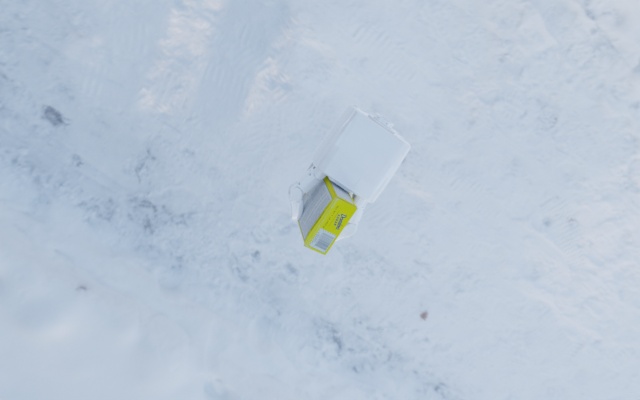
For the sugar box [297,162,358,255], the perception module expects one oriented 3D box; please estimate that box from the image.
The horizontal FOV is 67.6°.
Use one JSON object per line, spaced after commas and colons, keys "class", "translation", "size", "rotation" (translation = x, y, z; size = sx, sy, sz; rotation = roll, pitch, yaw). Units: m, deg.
{"class": "sugar box", "translation": [0.001, 0.003, 0.773], "size": [0.048, 0.093, 0.176], "rotation": [28, 18, -19]}
